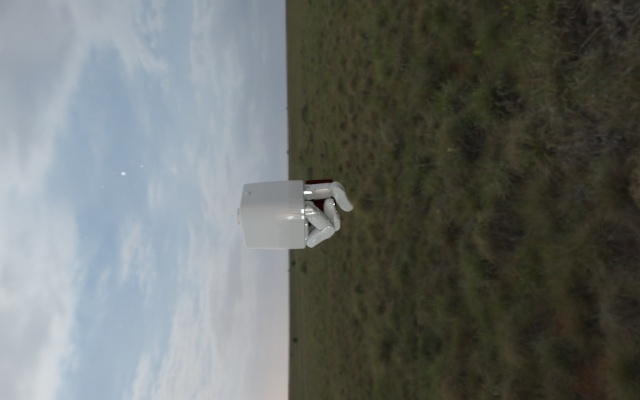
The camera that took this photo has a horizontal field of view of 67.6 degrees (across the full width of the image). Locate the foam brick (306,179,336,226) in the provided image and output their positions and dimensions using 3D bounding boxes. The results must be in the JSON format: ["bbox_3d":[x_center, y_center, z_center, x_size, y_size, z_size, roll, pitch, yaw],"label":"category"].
[{"bbox_3d":[0.000,0.003,0.865,0.051,0.053,0.078,-3,32,-1],"label":"foam brick"}]
